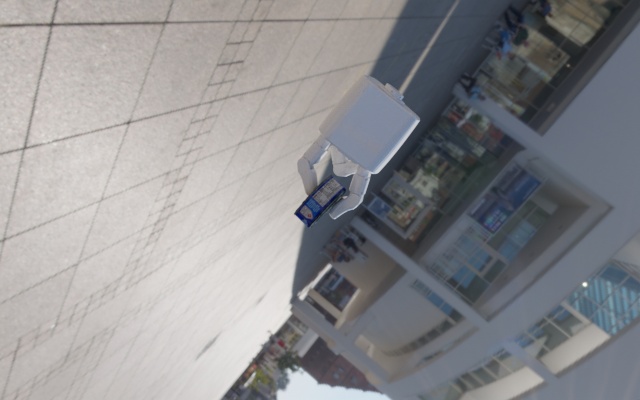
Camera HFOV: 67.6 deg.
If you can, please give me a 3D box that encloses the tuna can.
[{"bbox_3d":[0.000,0.003,0.742,0.034,0.086,0.086,44,4,4],"label":"tuna can"}]
